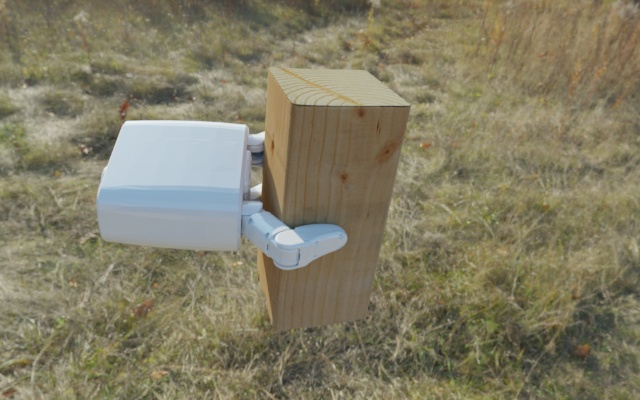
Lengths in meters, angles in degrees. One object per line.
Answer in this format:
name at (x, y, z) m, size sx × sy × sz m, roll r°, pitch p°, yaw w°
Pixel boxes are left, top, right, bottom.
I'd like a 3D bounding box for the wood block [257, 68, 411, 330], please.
wood block at (0.000, 0.001, 0.413) m, size 0.090 × 0.206 × 0.090 m, roll -3°, pitch 31°, yaw -17°
